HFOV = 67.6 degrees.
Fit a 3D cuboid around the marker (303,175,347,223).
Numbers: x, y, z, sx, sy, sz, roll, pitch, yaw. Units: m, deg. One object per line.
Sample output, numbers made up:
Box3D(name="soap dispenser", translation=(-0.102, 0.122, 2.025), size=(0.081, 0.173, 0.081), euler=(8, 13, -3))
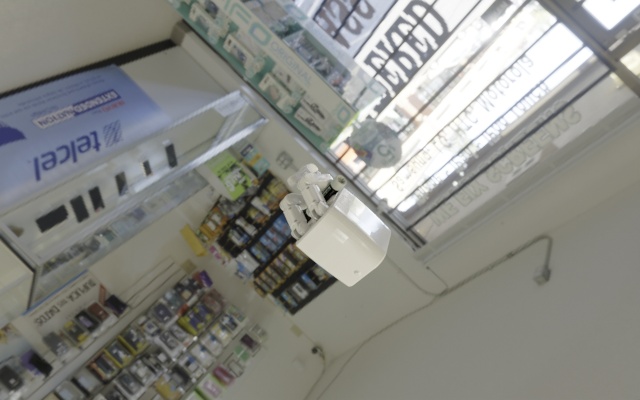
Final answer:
Box3D(name="marker", translation=(0.000, 0.002, 0.734), size=(0.020, 0.020, 0.121), euler=(0, -33, -37))
